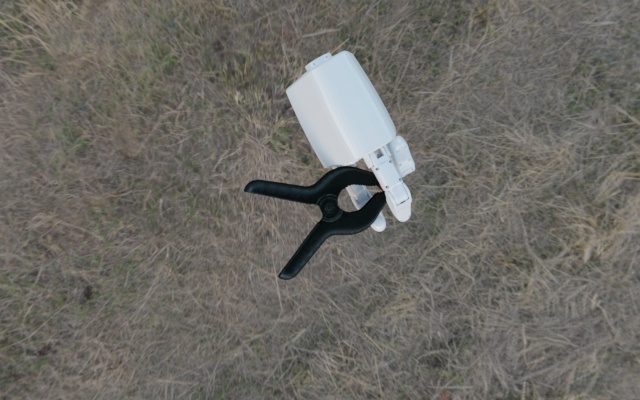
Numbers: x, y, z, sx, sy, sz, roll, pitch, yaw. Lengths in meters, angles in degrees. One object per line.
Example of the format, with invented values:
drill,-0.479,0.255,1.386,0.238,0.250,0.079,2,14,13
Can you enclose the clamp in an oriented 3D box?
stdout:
clamp,0.000,0.002,0.548,0.171,0.120,0.039,-30,9,-3
